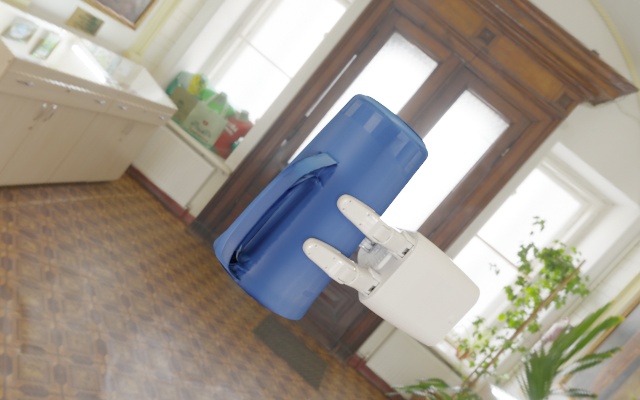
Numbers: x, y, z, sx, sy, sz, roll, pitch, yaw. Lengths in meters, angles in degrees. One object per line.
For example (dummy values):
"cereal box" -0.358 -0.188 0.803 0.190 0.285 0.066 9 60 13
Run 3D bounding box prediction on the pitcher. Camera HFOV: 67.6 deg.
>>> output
"pitcher" 0.000 0.002 0.528 0.145 0.243 0.149 39 6 -17
